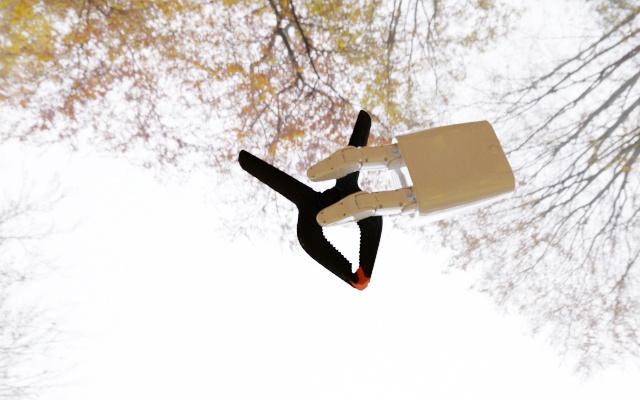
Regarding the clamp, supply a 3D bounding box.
[{"bbox_3d":[0.001,0.002,0.530,0.164,0.210,0.036,-14,-25,0],"label":"clamp"}]
